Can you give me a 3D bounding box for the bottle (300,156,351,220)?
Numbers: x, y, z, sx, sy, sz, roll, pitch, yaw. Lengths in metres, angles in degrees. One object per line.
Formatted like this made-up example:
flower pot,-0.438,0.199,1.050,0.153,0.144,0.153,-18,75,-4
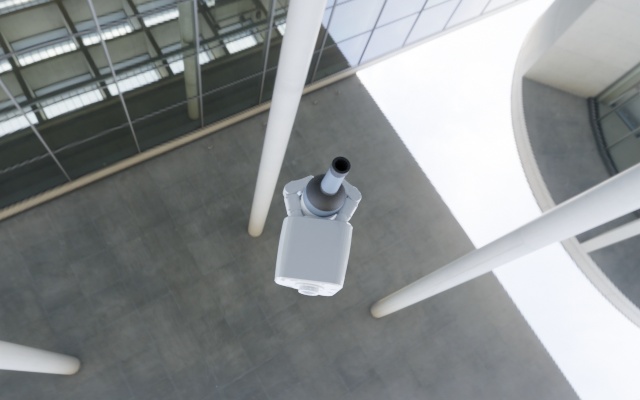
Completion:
bottle,0.000,0.003,0.802,0.069,0.069,0.296,0,-21,-12
